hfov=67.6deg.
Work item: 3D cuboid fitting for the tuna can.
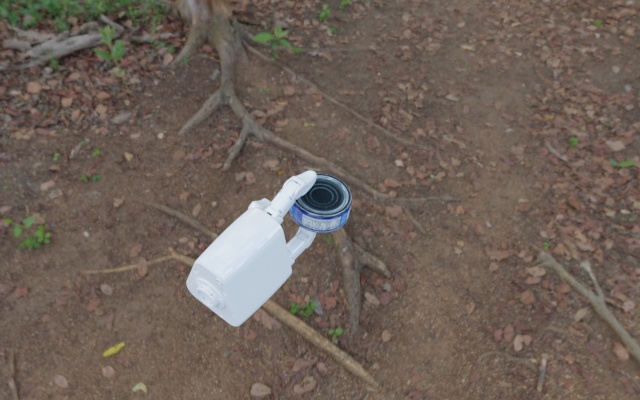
[{"bbox_3d":[0.000,0.002,0.664,0.086,0.086,0.034,0,-43,-10],"label":"tuna can"}]
